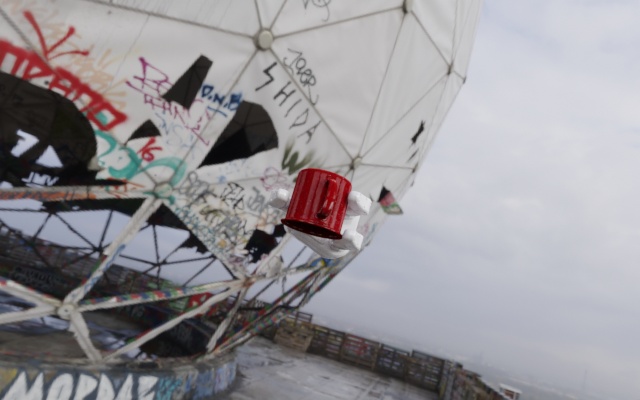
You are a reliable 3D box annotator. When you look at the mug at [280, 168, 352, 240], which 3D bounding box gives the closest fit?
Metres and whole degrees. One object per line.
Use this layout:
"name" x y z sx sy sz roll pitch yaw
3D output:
"mug" 0.000 0.002 0.677 0.093 0.081 0.117 17 -13 -8
